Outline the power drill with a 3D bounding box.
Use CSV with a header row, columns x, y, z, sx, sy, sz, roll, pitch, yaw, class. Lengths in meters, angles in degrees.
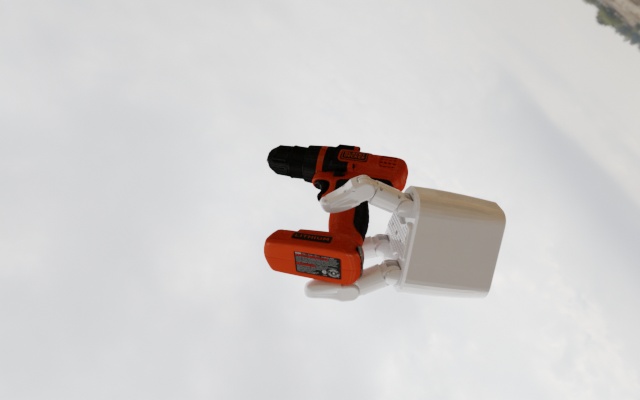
x,y,z,sx,sy,sz,roll,pitch,yaw,class
0.000,0.002,0.563,0.184,0.057,0.187,7,46,15,power drill
